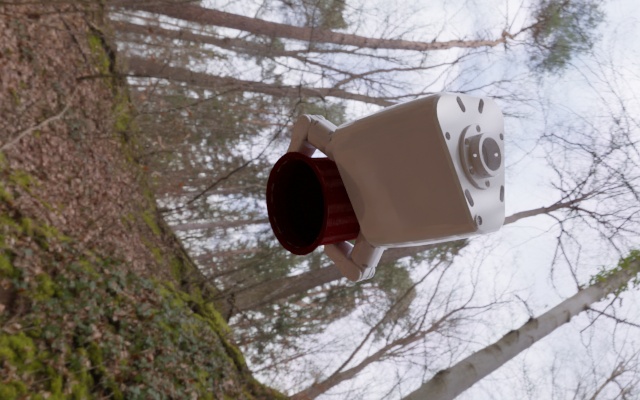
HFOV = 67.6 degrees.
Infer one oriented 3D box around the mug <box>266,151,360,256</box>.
[{"bbox_3d":[-0.001,0.002,0.460,0.081,0.093,0.117,-6,-4,-39],"label":"mug"}]
